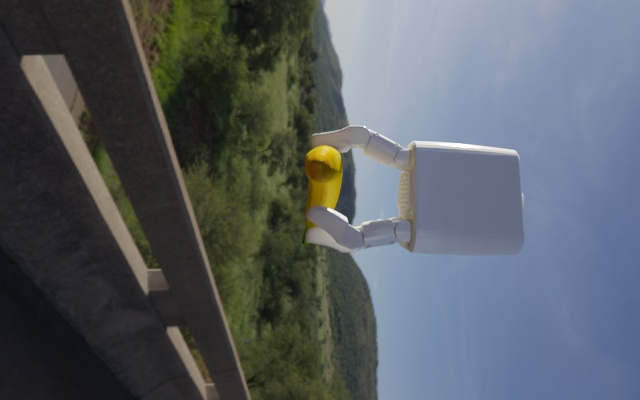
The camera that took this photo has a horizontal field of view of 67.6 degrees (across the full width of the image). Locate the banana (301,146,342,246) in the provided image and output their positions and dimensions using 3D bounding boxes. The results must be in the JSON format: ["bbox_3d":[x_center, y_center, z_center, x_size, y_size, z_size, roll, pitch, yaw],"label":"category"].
[{"bbox_3d":[0.003,-0.014,0.500,0.037,0.069,0.198,8,-25,2],"label":"banana"}]
